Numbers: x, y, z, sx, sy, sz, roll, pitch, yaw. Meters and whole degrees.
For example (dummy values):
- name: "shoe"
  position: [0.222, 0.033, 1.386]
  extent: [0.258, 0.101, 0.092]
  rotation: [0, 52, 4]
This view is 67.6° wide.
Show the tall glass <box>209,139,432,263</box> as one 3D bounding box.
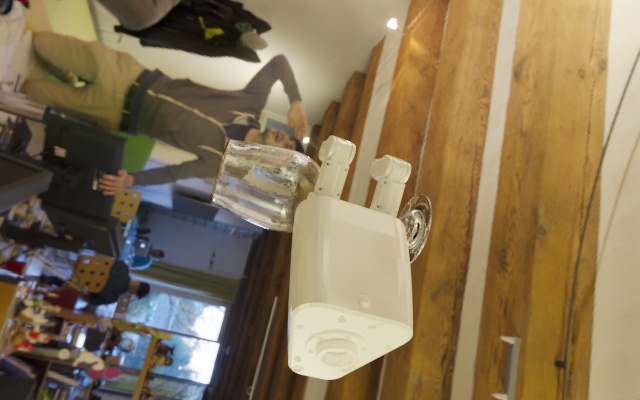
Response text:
- name: "tall glass"
  position: [0.001, 0.002, 0.458]
  extent: [0.201, 0.079, 0.079]
  rotation: [17, -4, -13]
